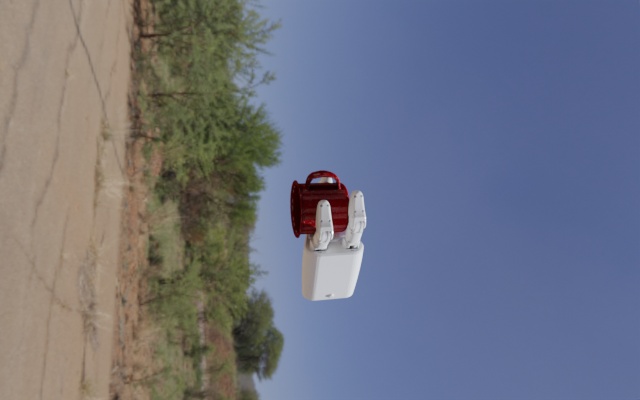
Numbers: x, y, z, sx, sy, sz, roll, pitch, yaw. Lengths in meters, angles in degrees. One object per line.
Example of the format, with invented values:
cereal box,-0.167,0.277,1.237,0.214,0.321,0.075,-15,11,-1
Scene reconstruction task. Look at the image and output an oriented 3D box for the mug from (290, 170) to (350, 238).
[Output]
mug,0.000,0.001,0.765,0.081,0.117,0.093,-2,34,-14
